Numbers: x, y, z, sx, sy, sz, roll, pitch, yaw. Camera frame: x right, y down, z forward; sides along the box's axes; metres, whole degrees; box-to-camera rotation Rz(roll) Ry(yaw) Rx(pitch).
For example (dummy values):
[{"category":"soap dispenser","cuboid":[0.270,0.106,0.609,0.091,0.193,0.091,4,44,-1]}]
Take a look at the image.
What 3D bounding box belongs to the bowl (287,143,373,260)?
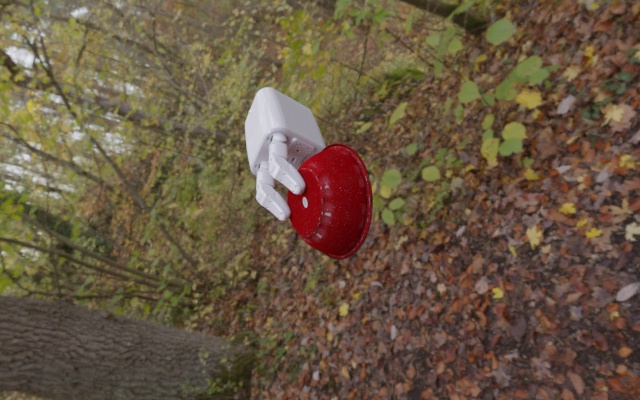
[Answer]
[{"category":"bowl","cuboid":[0.000,0.003,0.647,0.055,0.162,0.162,-1,1,-33]}]
